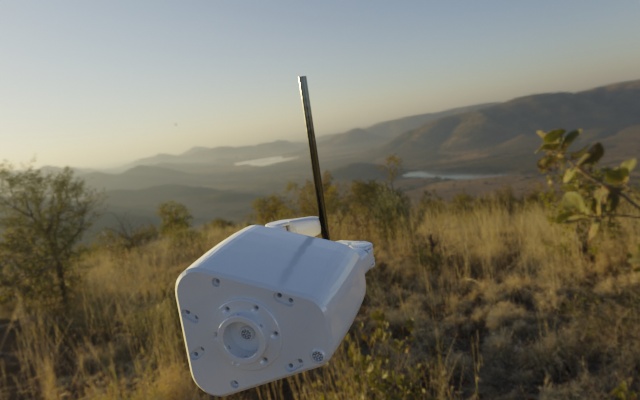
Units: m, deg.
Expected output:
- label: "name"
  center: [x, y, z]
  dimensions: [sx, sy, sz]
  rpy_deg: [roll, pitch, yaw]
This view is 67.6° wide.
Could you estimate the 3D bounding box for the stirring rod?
- label: "stirring rod"
  center: [0.000, 0.002, 0.466]
  dimensions: [0.011, 0.239, 0.011]
  rpy_deg: [-8, 9, 1]
